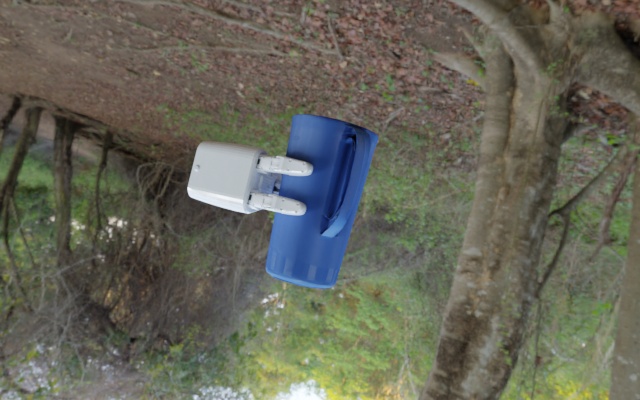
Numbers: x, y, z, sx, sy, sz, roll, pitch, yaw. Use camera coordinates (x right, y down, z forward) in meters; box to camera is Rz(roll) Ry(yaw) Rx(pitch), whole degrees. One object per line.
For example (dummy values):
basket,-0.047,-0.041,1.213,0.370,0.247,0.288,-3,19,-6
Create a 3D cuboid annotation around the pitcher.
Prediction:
pitcher,0.000,0.002,0.704,0.145,0.243,0.149,12,-2,19
